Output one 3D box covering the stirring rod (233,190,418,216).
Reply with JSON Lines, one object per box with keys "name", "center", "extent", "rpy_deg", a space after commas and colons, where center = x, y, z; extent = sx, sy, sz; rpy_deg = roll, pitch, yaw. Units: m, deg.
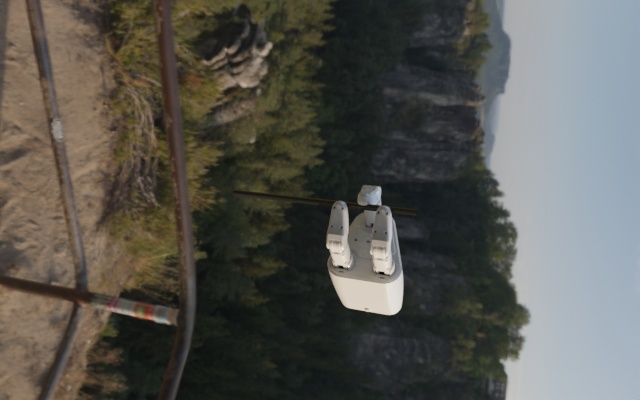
{"name": "stirring rod", "center": [0.000, 0.002, 0.600], "extent": [0.239, 0.011, 0.011], "rpy_deg": [6, 2, 17]}
